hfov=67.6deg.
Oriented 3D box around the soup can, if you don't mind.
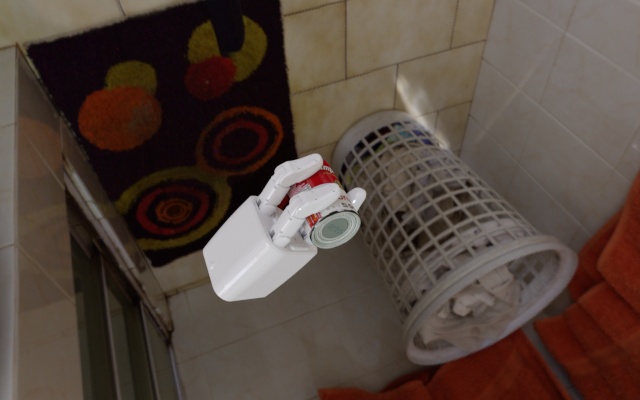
[{"bbox_3d":[0.001,0.002,0.607,0.068,0.068,0.102,0,43,-31],"label":"soup can"}]
